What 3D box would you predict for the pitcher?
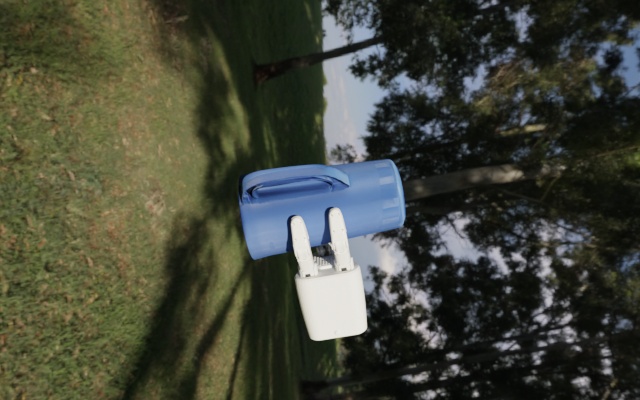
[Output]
[{"bbox_3d":[0.000,0.003,0.727,0.243,0.145,0.149,-10,13,1],"label":"pitcher"}]
